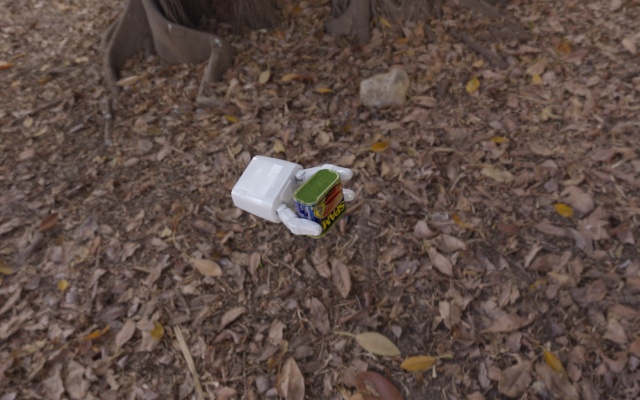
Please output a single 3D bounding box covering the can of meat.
[{"bbox_3d":[0.000,0.003,0.870,0.057,0.084,0.102,21,51,32],"label":"can of meat"}]
